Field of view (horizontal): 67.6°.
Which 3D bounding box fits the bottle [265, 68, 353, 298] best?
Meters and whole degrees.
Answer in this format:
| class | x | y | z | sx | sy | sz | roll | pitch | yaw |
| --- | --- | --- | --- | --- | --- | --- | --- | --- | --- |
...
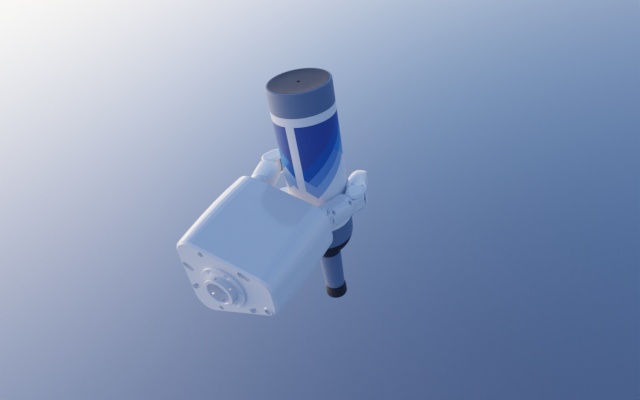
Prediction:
| class | x | y | z | sx | sy | sz | roll | pitch | yaw |
| --- | --- | --- | --- | --- | --- | --- | --- | --- | --- |
| bottle | 0.000 | 0.002 | 0.547 | 0.069 | 0.296 | 0.069 | -7 | 36 | 5 |
